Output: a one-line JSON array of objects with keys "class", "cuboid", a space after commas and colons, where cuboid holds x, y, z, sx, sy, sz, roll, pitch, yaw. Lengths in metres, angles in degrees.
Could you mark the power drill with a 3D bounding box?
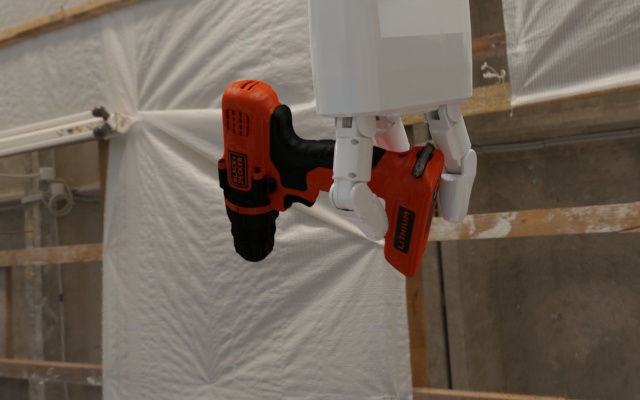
[{"class": "power drill", "cuboid": [0.001, 0.001, 0.410, 0.187, 0.185, 0.057, 15, 39, 15]}]
